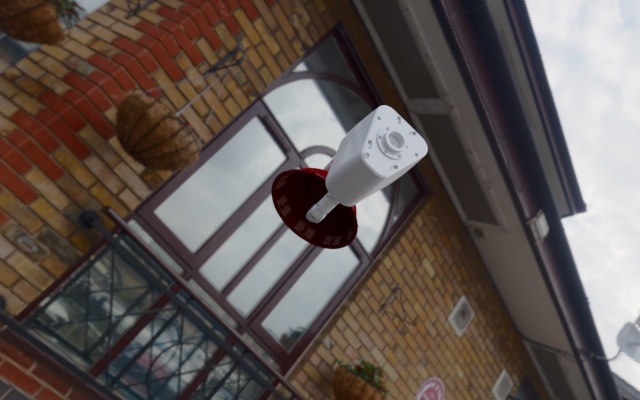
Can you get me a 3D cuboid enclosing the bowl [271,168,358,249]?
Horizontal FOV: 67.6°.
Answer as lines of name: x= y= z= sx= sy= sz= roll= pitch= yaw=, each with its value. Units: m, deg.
bowl: x=-0.001 y=0.003 z=0.789 sx=0.162 sy=0.162 sz=0.055 roll=0 pitch=36 yaw=37
